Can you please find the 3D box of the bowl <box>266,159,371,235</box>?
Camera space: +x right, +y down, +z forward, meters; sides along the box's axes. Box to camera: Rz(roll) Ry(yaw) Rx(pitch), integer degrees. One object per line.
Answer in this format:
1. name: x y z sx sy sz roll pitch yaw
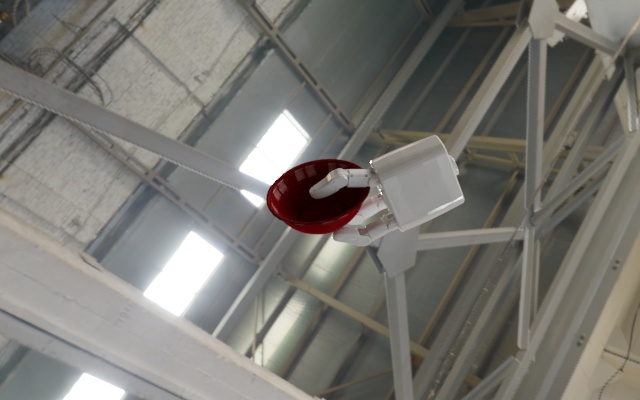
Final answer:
1. bowl: -0.001 0.003 0.741 0.162 0.055 0.162 -8 38 6
